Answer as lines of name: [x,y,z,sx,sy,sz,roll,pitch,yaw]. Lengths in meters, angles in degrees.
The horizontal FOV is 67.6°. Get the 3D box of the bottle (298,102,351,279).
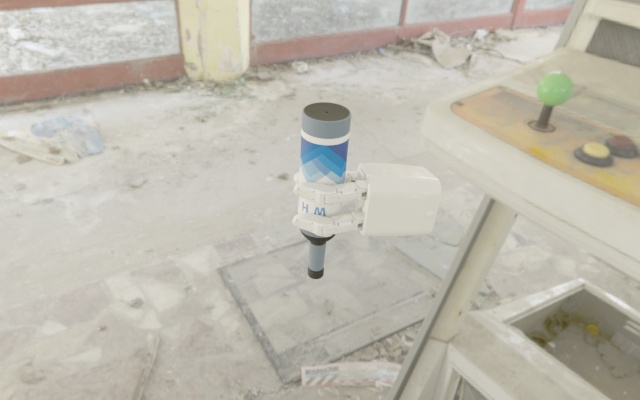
bottle: [0.000,0.002,0.722,0.069,0.296,0.069,3,34,-2]
